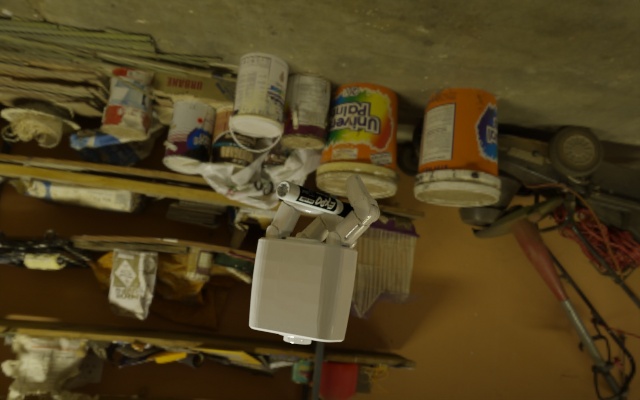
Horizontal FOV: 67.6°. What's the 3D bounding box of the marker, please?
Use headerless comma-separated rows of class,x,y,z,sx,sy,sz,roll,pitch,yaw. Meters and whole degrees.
marker,0.000,0.002,0.513,0.020,0.020,0.121,0,-12,38
